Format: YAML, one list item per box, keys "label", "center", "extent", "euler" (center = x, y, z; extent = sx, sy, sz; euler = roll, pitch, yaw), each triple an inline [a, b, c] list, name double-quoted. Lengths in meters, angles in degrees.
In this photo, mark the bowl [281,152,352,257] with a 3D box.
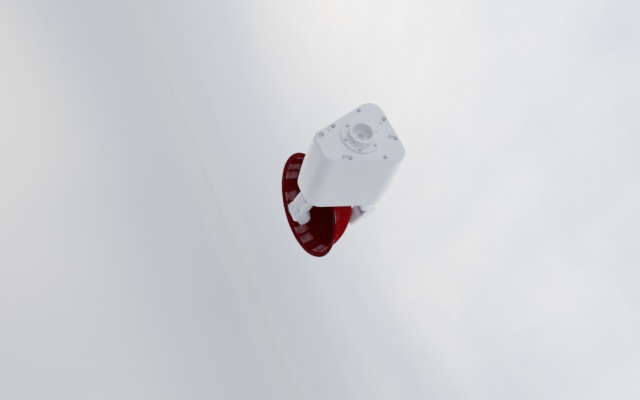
- label: "bowl"
  center: [0.000, 0.003, 0.732]
  extent: [0.055, 0.162, 0.162]
  euler: [-14, 7, -29]
